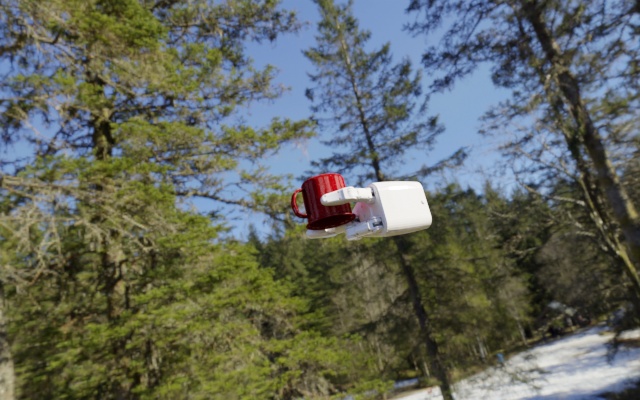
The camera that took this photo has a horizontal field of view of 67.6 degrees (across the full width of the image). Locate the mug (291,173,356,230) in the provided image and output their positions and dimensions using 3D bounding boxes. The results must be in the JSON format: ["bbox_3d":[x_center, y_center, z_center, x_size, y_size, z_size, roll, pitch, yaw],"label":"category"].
[{"bbox_3d":[-0.001,0.003,0.866,0.117,0.081,0.093,-4,-19,-27],"label":"mug"}]
